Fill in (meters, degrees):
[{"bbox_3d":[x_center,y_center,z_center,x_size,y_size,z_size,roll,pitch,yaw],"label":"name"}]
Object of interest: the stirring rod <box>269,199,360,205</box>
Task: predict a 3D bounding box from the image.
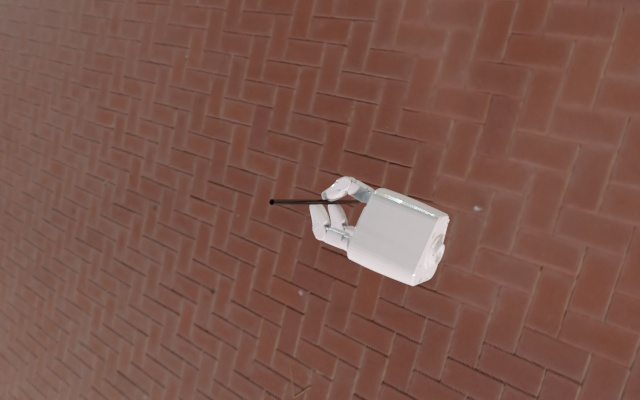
[{"bbox_3d":[0.000,0.002,0.729,0.011,0.011,0.239,0,0,32],"label":"stirring rod"}]
